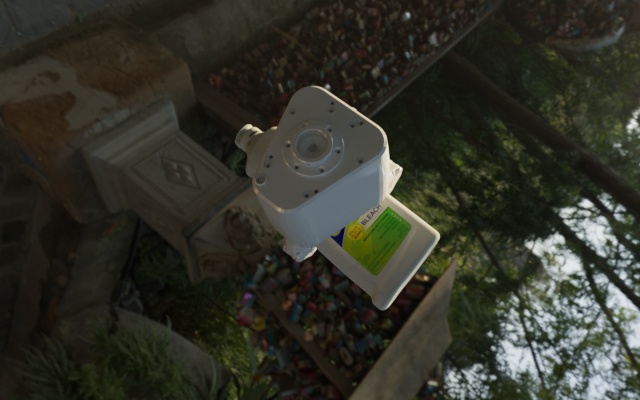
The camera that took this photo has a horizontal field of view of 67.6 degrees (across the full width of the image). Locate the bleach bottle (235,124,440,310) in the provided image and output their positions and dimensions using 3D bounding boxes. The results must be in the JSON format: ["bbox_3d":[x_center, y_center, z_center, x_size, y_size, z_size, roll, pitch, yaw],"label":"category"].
[{"bbox_3d":[0.000,0.002,0.525,0.251,0.102,0.068,37,-11,16],"label":"bleach bottle"}]
